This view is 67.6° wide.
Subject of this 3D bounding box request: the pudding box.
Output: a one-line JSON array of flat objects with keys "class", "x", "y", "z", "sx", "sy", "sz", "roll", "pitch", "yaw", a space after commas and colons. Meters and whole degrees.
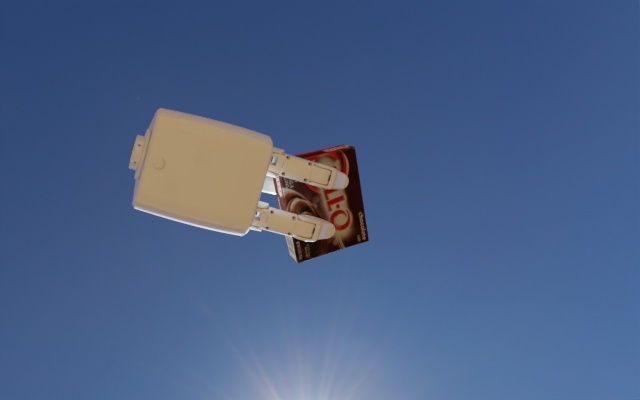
[{"class": "pudding box", "x": 0.000, "y": 0.002, "z": 0.528, "sx": 0.090, "sy": 0.113, "sz": 0.039, "roll": -15, "pitch": 17, "yaw": -19}]
